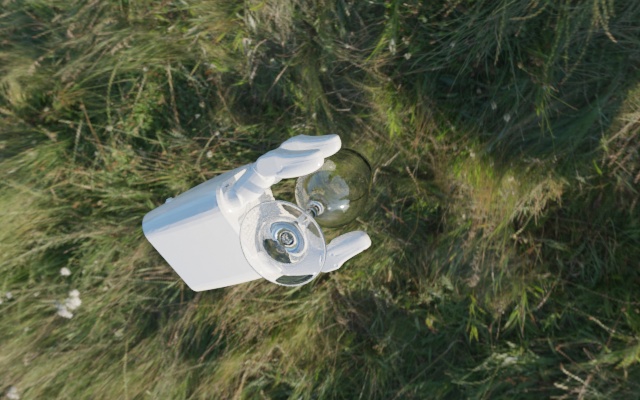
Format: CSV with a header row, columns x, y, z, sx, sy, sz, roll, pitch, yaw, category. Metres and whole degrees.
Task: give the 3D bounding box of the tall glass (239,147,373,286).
x,y,z,sx,sy,sz,roll,pitch,yaw,category
0.000,0.002,0.463,0.079,0.079,0.201,0,20,20,tall glass
